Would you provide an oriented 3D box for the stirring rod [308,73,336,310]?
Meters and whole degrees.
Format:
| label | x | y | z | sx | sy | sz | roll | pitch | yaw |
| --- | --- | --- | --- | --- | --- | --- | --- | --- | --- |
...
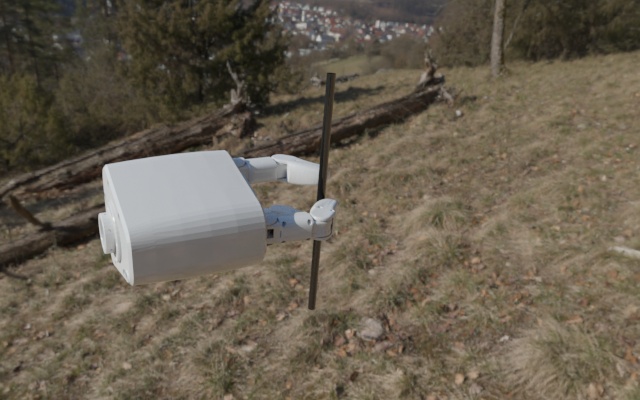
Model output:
| label | x | y | z | sx | sy | sz | roll | pitch | yaw |
| --- | --- | --- | --- | --- | --- | --- | --- | --- | --- |
| stirring rod | 0.000 | 0.002 | 0.457 | 0.011 | 0.240 | 0.011 | 4 | 22 | -2 |
